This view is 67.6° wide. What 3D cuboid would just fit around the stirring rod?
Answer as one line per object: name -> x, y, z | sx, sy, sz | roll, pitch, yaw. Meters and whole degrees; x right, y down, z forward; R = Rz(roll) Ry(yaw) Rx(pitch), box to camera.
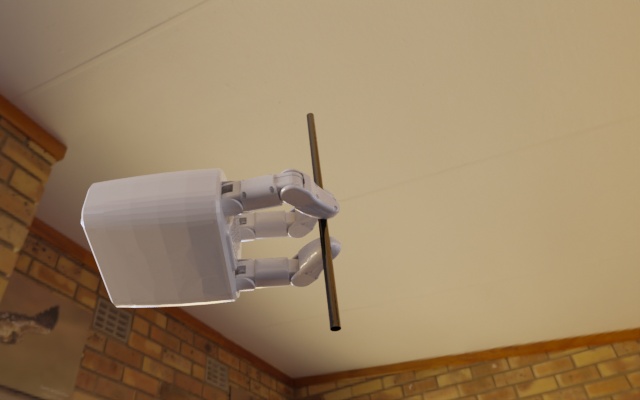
stirring rod -> 0.000, 0.001, 0.417 | 0.011, 0.239, 0.011 | -4, -42, -3
